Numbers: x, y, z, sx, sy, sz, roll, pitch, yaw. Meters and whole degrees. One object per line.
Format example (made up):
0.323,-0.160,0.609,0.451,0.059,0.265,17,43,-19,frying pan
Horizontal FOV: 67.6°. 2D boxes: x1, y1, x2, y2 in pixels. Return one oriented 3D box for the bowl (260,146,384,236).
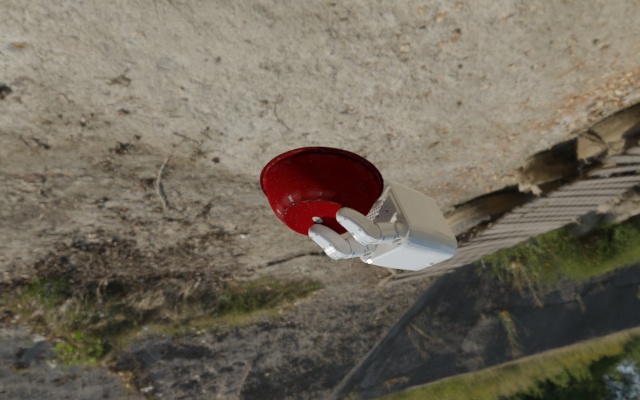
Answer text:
-0.001,0.002,0.608,0.162,0.055,0.162,3,-33,2,bowl
